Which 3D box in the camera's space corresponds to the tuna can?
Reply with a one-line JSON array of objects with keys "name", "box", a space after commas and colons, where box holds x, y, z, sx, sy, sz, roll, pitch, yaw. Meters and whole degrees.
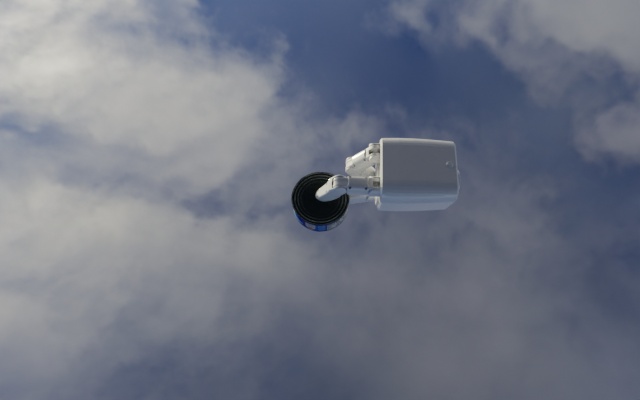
[{"name": "tuna can", "box": [0.000, 0.003, 0.716, 0.086, 0.086, 0.034, 0, -23, 1]}]
